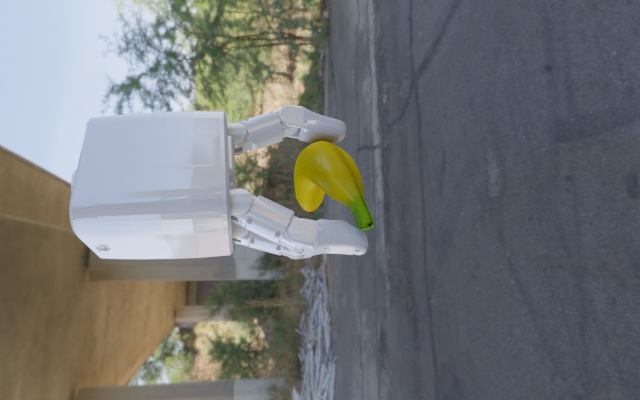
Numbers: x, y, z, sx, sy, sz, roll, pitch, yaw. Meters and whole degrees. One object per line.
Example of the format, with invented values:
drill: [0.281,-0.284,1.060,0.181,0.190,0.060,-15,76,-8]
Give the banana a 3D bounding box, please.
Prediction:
banana: [-0.001,-0.017,0.425,0.037,0.069,0.198,-6,5,-11]
